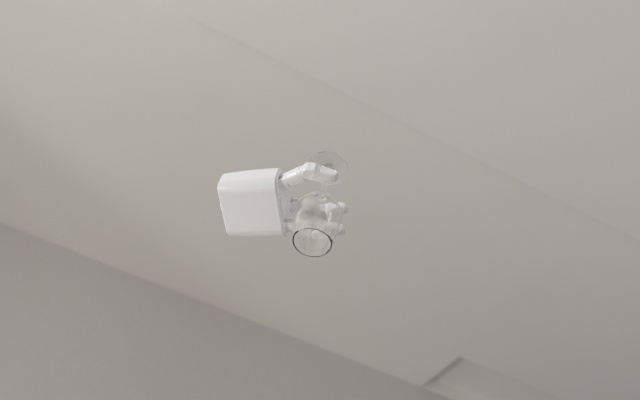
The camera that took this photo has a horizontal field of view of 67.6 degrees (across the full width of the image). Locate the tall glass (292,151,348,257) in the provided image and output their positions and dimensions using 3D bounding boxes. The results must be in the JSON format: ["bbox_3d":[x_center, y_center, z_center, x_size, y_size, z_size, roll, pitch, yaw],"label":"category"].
[{"bbox_3d":[0.000,0.002,0.802,0.079,0.079,0.201,0,39,9],"label":"tall glass"}]
